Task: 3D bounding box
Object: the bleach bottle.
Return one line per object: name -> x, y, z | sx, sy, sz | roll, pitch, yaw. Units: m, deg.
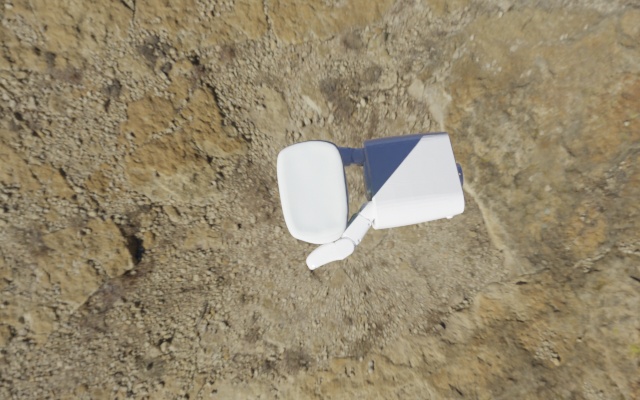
bleach bottle -> 0.000, 0.002, 0.589 | 0.068, 0.102, 0.251 | -8, -6, 3
